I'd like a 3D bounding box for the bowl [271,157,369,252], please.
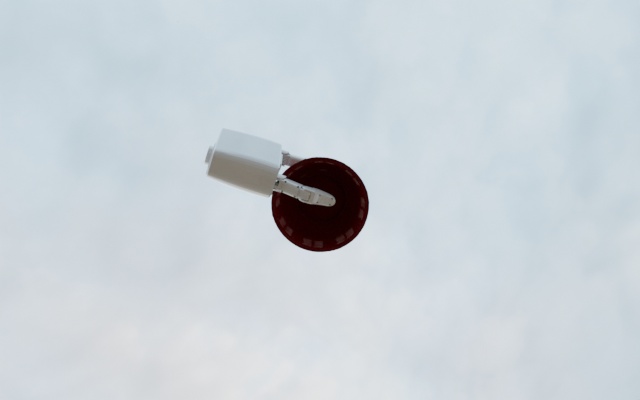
[{"bbox_3d":[0.001,0.003,0.806,0.162,0.162,0.055,0,14,3],"label":"bowl"}]
